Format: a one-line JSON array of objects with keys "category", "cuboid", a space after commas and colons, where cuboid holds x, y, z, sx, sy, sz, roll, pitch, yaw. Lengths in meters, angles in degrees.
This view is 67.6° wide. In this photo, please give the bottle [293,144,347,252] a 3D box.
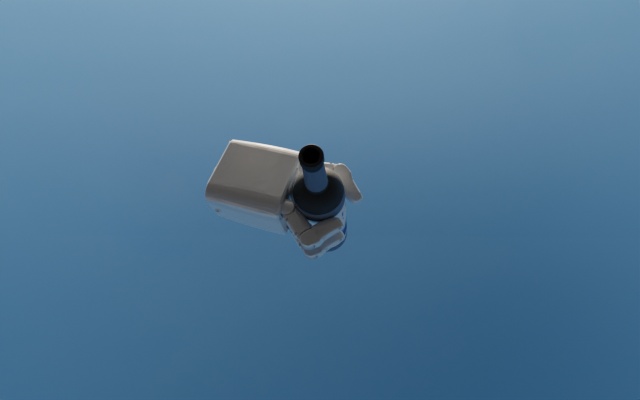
[{"category": "bottle", "cuboid": [0.000, 0.002, 0.641, 0.069, 0.069, 0.296, 0, -20, 4]}]
